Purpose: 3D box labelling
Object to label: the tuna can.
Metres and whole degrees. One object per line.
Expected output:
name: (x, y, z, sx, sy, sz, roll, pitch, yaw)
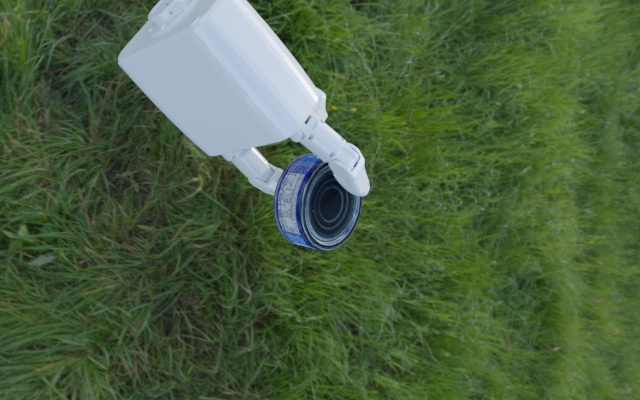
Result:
tuna can: (0.001, 0.002, 0.431, 0.034, 0.086, 0.086, 10, 7, 41)
